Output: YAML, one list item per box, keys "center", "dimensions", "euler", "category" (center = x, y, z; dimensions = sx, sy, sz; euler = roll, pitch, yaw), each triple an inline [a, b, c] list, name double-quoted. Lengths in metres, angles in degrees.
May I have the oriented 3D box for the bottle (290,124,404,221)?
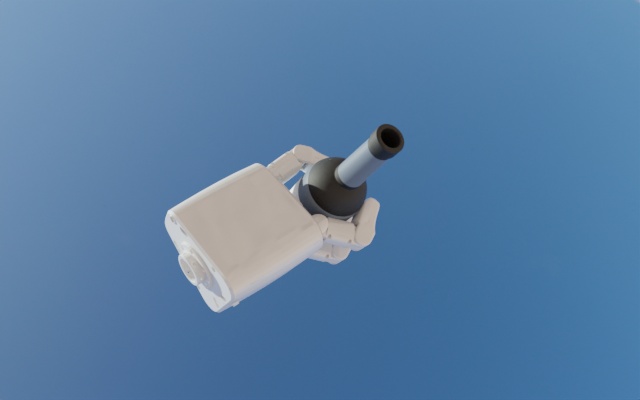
- center: [0.000, 0.002, 0.520]
  dimensions: [0.069, 0.069, 0.296]
  euler: [0, -21, -25]
  category: "bottle"
